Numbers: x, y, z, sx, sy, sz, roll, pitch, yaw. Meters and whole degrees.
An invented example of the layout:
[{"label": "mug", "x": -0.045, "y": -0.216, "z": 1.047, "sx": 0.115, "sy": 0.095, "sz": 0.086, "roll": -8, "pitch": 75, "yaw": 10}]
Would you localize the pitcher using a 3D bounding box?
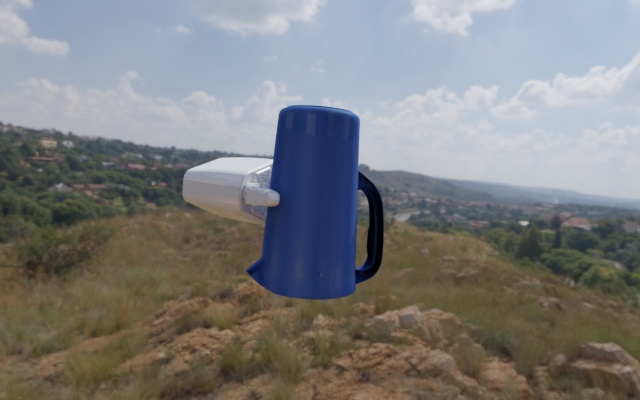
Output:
[{"label": "pitcher", "x": 0.000, "y": 0.002, "z": 0.640, "sx": 0.145, "sy": 0.243, "sz": 0.149, "roll": 7, "pitch": 5, "yaw": 27}]
